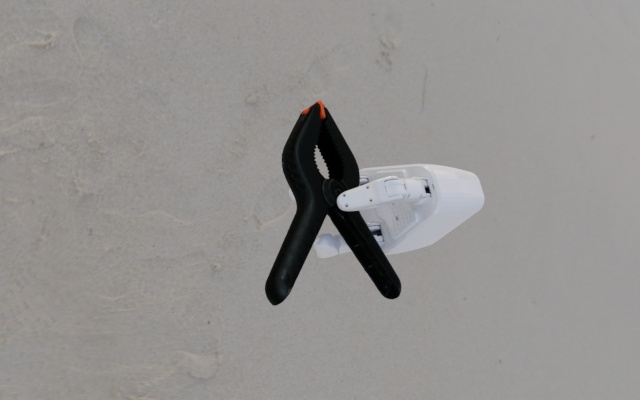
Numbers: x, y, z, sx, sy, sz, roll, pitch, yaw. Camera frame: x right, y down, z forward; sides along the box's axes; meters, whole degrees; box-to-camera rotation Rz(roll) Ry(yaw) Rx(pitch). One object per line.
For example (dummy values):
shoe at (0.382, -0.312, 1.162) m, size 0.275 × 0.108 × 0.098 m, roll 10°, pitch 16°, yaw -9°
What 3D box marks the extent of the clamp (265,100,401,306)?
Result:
clamp at (0.001, 0.001, 0.459) m, size 0.164 × 0.210 × 0.036 m, roll 0°, pitch -18°, yaw -46°
